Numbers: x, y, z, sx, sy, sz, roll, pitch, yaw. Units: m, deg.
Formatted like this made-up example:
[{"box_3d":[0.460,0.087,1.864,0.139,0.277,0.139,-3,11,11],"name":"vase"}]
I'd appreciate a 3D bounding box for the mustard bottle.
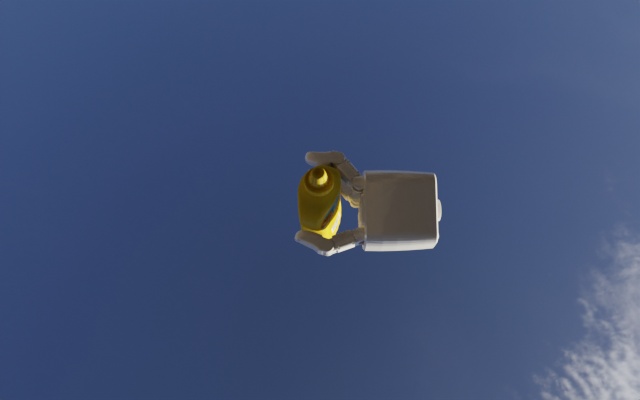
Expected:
[{"box_3d":[0.000,0.002,0.713,0.058,0.096,0.192,21,-22,10],"name":"mustard bottle"}]
